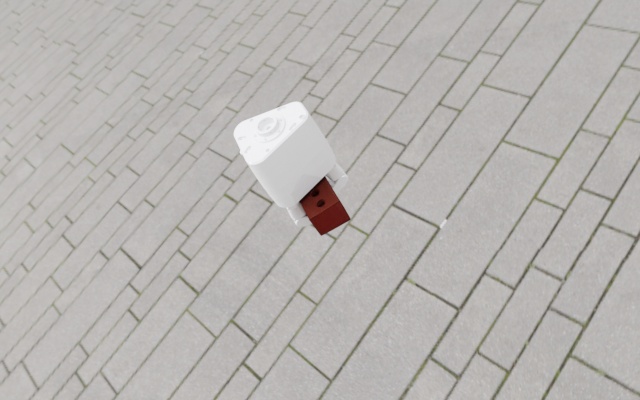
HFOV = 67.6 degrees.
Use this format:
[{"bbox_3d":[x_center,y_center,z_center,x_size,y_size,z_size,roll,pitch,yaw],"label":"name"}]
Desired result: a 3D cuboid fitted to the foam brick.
[{"bbox_3d":[0.000,0.003,0.713,0.053,0.078,0.051,-31,-40,1],"label":"foam brick"}]
